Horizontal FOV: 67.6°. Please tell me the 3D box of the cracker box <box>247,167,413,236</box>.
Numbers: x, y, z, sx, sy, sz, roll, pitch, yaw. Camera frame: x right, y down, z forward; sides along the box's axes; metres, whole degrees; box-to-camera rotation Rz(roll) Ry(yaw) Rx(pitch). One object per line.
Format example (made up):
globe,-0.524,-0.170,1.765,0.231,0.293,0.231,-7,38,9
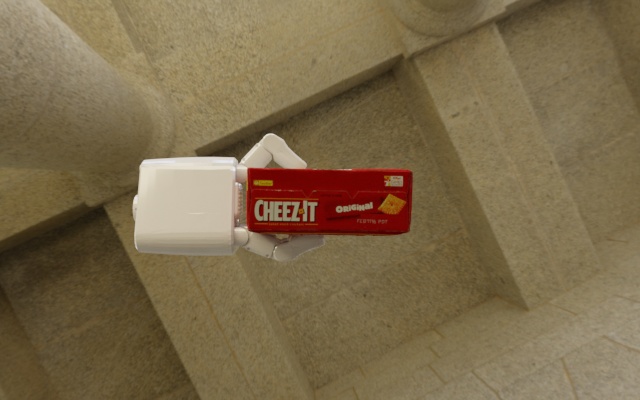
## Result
cracker box,0.000,0.002,0.567,0.164,0.072,0.213,0,0,-5
